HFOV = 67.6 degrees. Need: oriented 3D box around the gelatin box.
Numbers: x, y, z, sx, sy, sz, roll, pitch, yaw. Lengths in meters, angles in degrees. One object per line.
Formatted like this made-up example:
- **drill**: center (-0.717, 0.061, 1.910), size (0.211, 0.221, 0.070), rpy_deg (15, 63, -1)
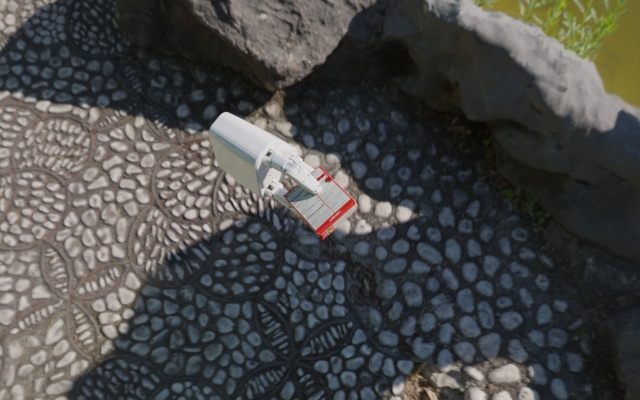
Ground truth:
- **gelatin box**: center (0.000, 0.002, 0.712), size (0.089, 0.073, 0.030), rpy_deg (46, -5, 28)
